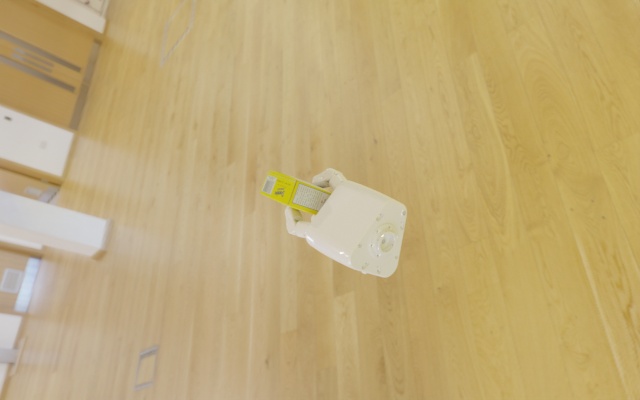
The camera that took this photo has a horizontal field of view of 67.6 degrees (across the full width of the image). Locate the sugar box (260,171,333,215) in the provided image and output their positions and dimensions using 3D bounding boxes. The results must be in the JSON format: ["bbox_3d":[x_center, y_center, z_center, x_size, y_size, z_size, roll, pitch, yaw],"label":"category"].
[{"bbox_3d":[0.000,0.003,0.776,0.176,0.048,0.093,22,0,-36],"label":"sugar box"}]
